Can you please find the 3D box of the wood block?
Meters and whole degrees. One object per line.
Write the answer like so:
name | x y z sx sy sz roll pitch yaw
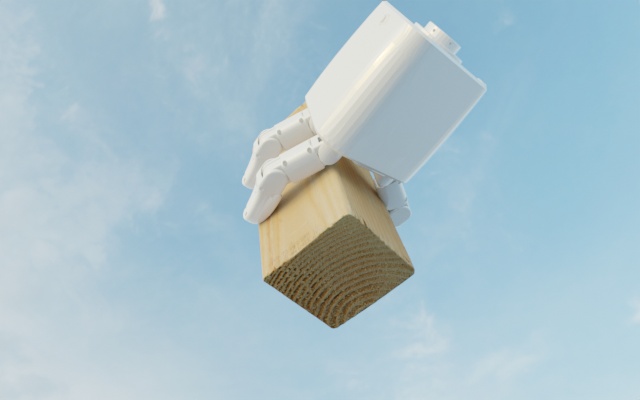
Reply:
wood block | 0.001 0.001 0.452 0.091 0.090 0.206 41 19 -31
